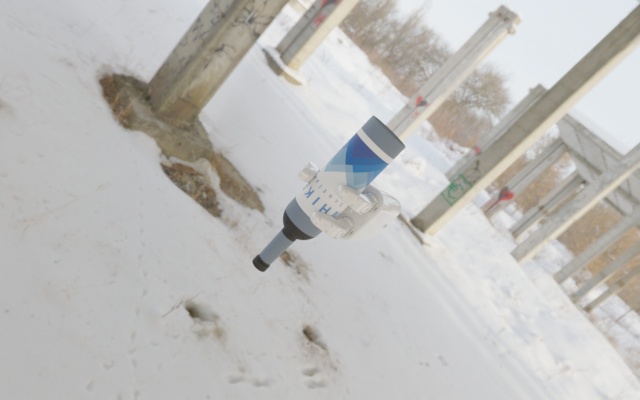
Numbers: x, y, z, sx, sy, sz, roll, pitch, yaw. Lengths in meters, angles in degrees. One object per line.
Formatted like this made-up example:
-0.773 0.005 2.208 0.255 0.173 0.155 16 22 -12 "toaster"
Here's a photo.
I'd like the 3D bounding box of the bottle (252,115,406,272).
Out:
0.000 0.002 0.722 0.296 0.069 0.069 -46 -15 15 "bottle"
